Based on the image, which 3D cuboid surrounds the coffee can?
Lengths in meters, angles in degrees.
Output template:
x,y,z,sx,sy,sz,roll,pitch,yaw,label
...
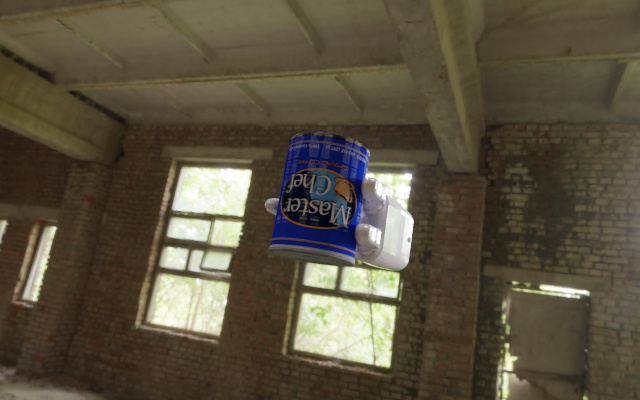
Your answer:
x,y,z,sx,sy,sz,roll,pitch,yaw,label
0.000,0.002,0.578,0.103,0.140,0.103,9,-13,2,coffee can
